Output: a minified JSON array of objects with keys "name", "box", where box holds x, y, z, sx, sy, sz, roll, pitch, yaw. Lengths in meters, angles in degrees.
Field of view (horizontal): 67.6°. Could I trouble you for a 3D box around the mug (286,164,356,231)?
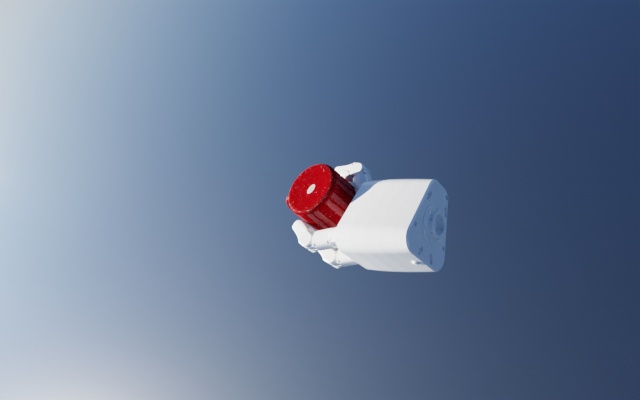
[{"name":"mug","box":[-0.001,0.002,0.684,0.117,0.093,0.081,-4,-32,41]}]
